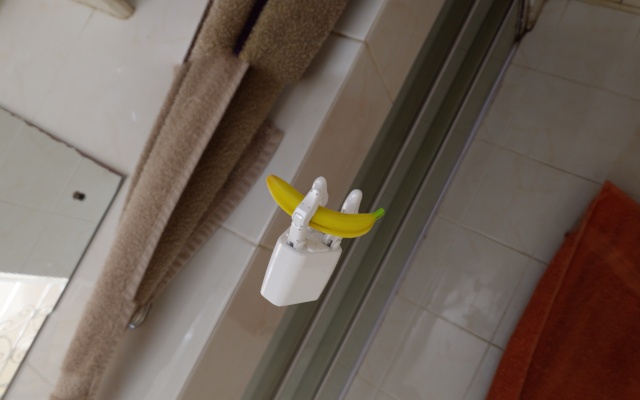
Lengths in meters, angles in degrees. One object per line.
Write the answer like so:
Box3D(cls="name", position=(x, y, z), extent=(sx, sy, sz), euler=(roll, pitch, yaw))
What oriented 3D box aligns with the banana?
Box3D(cls="banana", position=(-0.002, 0.016, 0.752), extent=(0.198, 0.037, 0.069), euler=(19, 45, 4))
